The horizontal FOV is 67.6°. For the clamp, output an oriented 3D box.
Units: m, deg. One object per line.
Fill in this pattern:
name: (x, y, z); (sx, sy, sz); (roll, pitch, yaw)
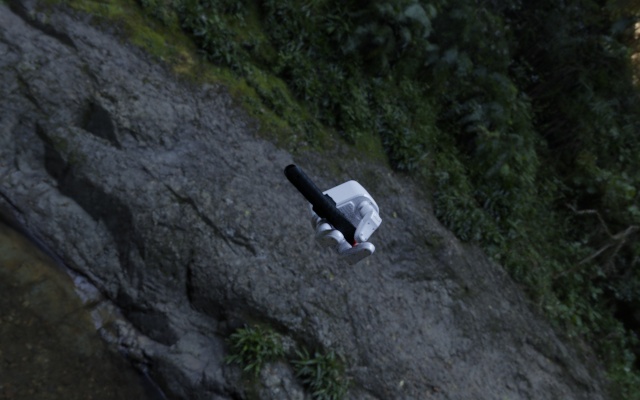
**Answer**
clamp: (0.001, 0.002, 0.771); (0.039, 0.171, 0.120); (-40, 18, 5)
